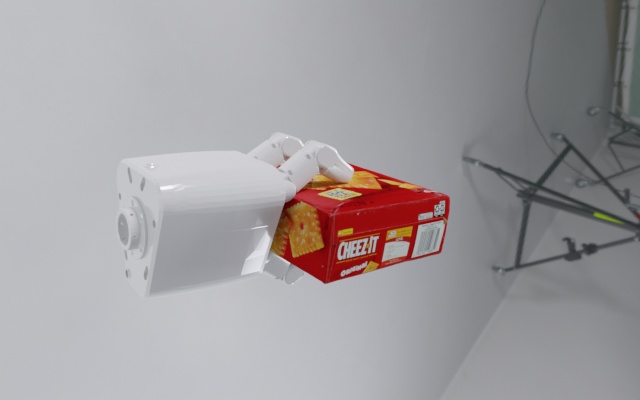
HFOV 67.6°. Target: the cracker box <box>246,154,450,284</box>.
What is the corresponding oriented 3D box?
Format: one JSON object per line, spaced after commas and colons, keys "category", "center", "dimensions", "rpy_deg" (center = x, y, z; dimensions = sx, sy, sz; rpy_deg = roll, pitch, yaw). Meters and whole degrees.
{"category": "cracker box", "center": [0.000, 0.002, 0.503], "dimensions": [0.164, 0.072, 0.213], "rpy_deg": [-7, 21, -40]}
